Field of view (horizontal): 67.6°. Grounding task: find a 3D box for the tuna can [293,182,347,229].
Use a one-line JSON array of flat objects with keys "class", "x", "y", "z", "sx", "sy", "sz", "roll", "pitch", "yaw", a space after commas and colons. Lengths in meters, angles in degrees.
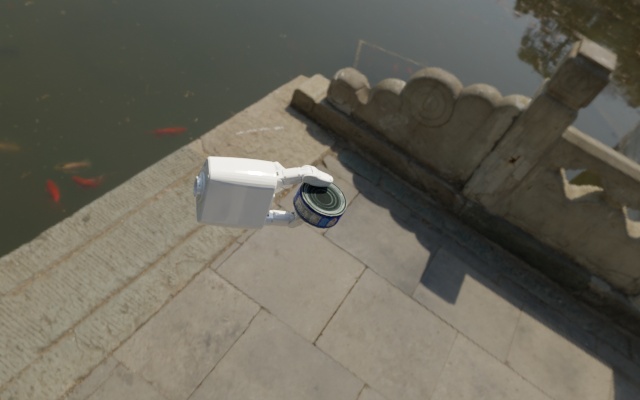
[{"class": "tuna can", "x": 0.000, "y": 0.002, "z": 0.791, "sx": 0.086, "sy": 0.086, "sz": 0.034, "roll": 0, "pitch": -39, "yaw": -32}]
